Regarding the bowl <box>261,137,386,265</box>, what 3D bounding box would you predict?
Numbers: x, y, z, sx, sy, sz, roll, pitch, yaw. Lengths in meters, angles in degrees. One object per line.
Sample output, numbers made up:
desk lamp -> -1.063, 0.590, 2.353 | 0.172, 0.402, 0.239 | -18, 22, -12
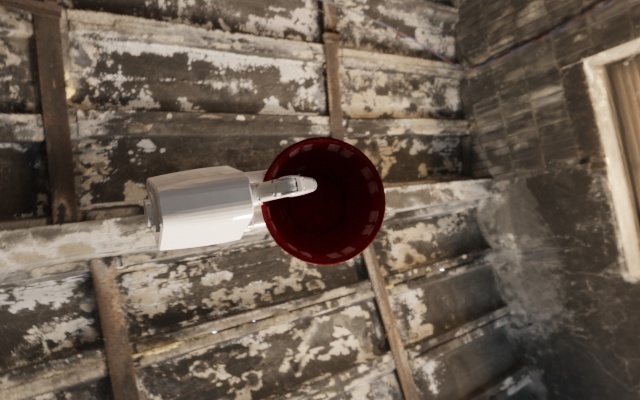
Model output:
bowl -> 0.001, 0.002, 0.622 | 0.162, 0.162, 0.055 | 0, -5, -12
